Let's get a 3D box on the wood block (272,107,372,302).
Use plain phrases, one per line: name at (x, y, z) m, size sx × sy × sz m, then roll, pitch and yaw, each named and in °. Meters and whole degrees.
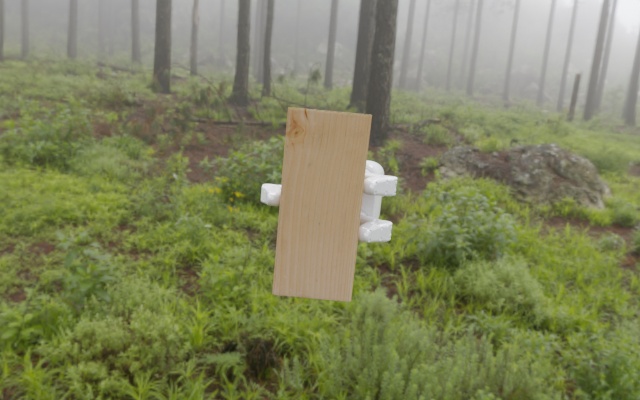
wood block at (0.000, 0.002, 0.555) m, size 0.091 × 0.206 × 0.090 m, roll 5°, pitch 8°, yaw -1°
